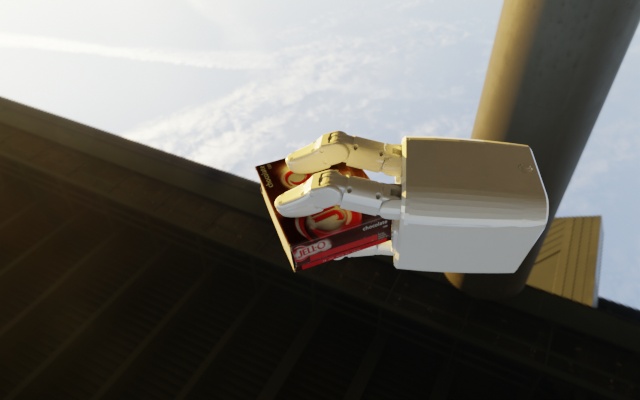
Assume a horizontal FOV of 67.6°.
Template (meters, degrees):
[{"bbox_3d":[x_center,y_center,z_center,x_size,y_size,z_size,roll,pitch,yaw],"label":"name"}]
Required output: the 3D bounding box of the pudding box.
[{"bbox_3d":[0.000,0.002,0.424,0.090,0.039,0.113,-17,42,-13],"label":"pudding box"}]
